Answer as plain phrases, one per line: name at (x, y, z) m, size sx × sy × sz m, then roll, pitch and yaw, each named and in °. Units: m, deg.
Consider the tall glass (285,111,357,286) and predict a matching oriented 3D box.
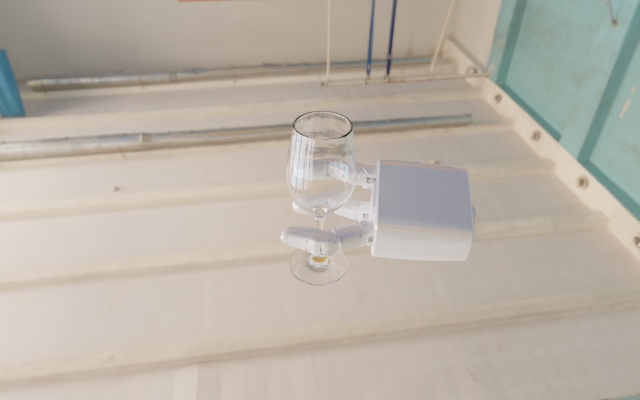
tall glass at (0.000, 0.002, 0.546) m, size 0.079 × 0.201 × 0.079 m, roll 1°, pitch 38°, yaw -1°
